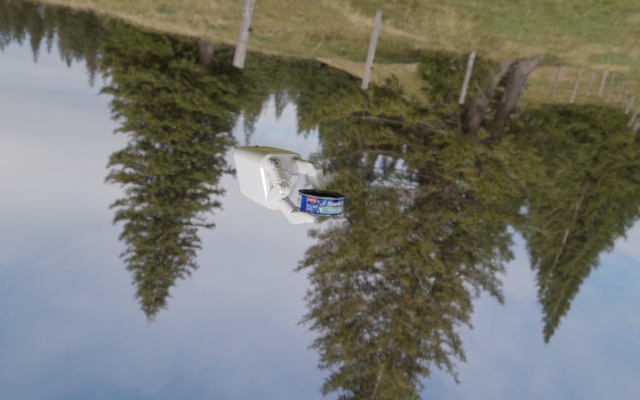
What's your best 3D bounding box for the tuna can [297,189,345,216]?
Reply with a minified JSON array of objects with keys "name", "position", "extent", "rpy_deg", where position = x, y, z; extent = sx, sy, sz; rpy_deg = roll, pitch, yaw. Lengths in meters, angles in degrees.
[{"name":"tuna can","position":[0.000,0.003,0.865],"extent":[0.086,0.034,0.086],"rpy_deg":[7,9,-1]}]
